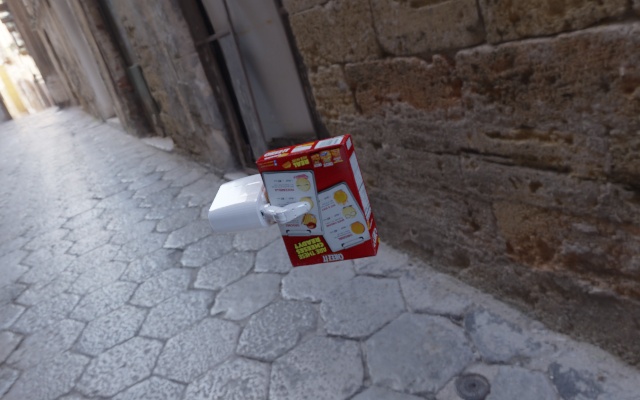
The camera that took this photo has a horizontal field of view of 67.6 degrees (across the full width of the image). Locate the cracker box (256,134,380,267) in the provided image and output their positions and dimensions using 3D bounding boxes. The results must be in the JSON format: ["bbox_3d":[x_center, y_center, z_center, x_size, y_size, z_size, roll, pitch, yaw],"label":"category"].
[{"bbox_3d":[0.000,0.003,0.851,0.164,0.214,0.072,-10,22,20],"label":"cracker box"}]
